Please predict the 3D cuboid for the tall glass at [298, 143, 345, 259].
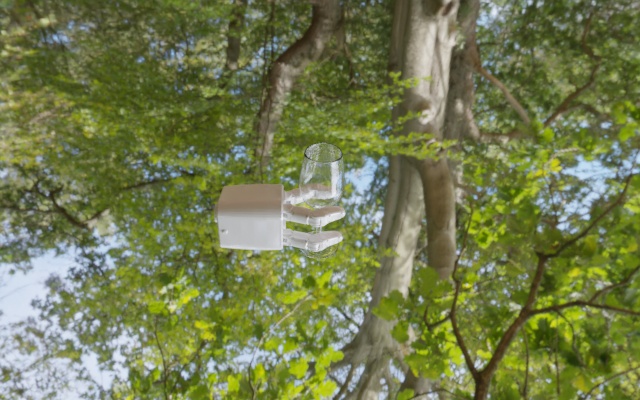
[{"bbox_3d":[0.000,0.003,0.821,0.079,0.201,0.079,2,37,-2],"label":"tall glass"}]
